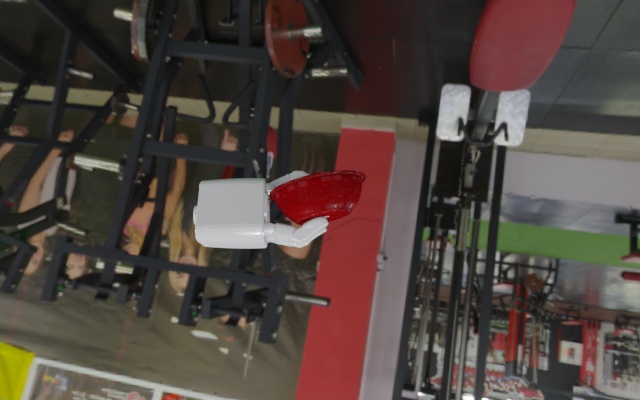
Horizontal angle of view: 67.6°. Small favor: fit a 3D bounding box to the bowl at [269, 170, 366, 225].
[{"bbox_3d":[0.001,0.003,0.775,0.162,0.055,0.162,-12,-13,-3],"label":"bowl"}]
